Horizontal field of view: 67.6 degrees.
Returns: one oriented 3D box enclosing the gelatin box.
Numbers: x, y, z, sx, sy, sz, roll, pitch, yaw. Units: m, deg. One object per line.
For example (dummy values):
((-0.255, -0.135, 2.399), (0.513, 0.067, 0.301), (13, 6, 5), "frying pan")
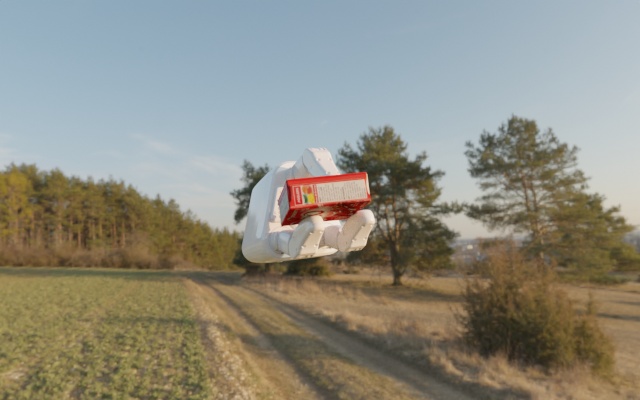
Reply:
((0.000, 0.001, 0.453), (0.073, 0.030, 0.089), (-5, -12, -12), "gelatin box")
